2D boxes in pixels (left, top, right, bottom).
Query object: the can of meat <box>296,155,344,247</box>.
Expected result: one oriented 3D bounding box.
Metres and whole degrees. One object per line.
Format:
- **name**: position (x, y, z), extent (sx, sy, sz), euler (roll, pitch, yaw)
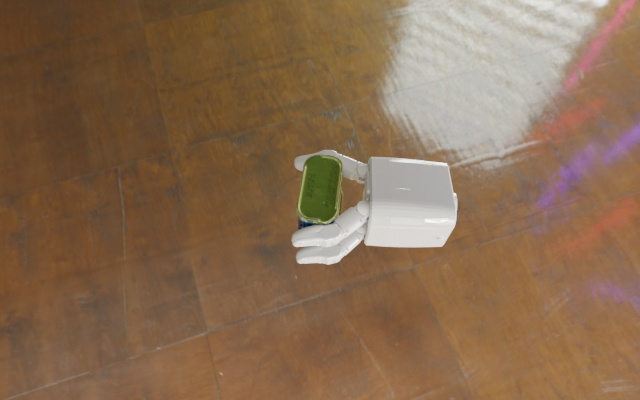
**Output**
- **can of meat**: position (0.000, 0.002, 0.627), extent (0.057, 0.102, 0.084), euler (6, -27, 3)
